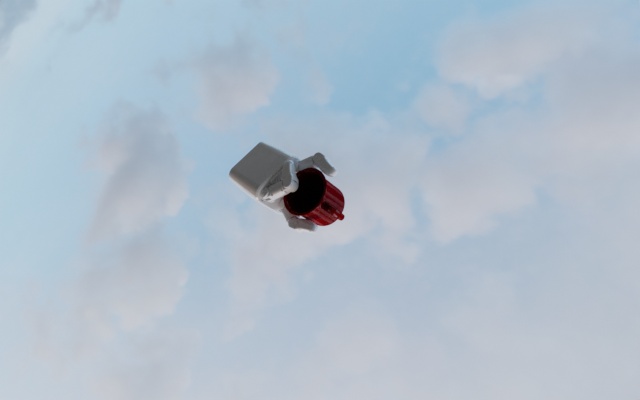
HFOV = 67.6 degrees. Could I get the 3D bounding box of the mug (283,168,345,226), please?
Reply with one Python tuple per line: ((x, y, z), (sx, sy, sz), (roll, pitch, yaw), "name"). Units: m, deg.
((0.001, 0.003, 0.873), (0.117, 0.093, 0.081), (32, -2, 40), "mug")
